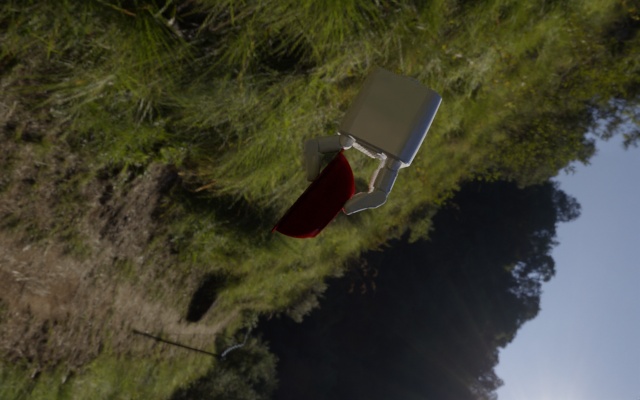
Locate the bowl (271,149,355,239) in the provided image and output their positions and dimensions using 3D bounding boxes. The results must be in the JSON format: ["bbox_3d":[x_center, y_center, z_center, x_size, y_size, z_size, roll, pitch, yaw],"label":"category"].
[{"bbox_3d":[0.000,0.004,0.694,0.055,0.162,0.162,42,-1,-1],"label":"bowl"}]
